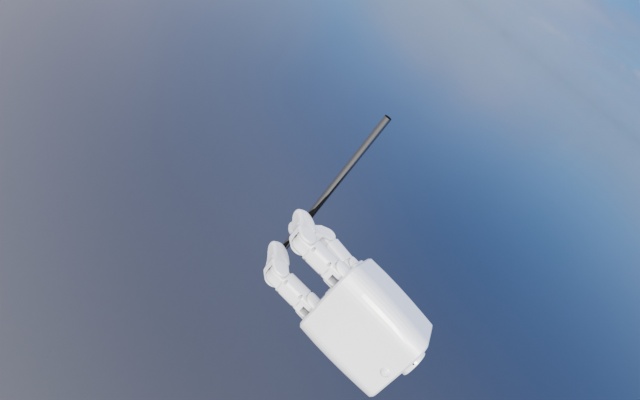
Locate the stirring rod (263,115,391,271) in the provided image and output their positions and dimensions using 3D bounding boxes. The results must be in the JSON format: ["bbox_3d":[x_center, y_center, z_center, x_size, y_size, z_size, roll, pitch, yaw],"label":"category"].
[{"bbox_3d":[0.000,0.002,0.526,0.011,0.011,0.240,0,-44,-50],"label":"stirring rod"}]
